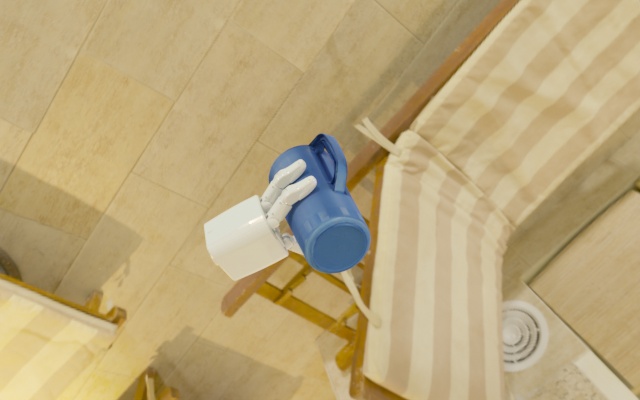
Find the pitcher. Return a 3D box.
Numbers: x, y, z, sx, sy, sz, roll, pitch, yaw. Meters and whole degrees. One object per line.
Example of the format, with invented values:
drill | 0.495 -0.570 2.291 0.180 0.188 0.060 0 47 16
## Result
pitcher | 0.000 0.003 0.818 0.145 0.149 0.242 -26 35 -2
